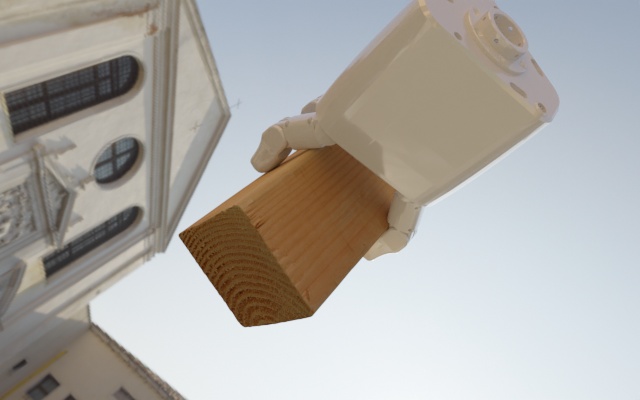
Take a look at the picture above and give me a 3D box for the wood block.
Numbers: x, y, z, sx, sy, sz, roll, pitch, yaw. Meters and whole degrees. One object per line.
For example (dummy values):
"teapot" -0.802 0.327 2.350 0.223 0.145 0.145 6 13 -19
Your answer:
"wood block" 0.001 0.001 0.401 0.090 0.091 0.206 -23 13 45
